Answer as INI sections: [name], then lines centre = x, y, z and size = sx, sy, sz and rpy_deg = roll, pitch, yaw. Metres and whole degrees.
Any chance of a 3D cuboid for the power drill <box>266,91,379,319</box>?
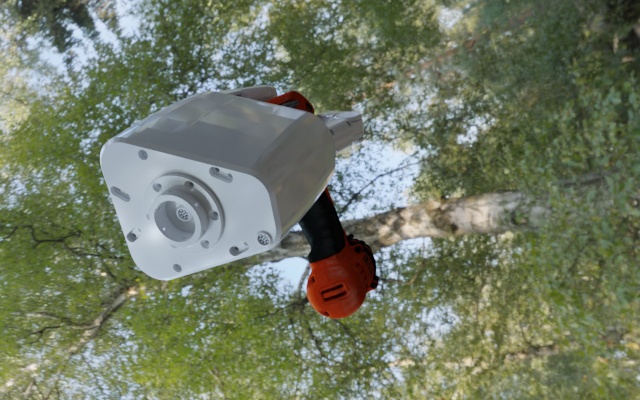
[power drill]
centre = 0.000, 0.001, 0.441
size = 0.057, 0.187, 0.184
rpy_deg = -24, -1, 8
